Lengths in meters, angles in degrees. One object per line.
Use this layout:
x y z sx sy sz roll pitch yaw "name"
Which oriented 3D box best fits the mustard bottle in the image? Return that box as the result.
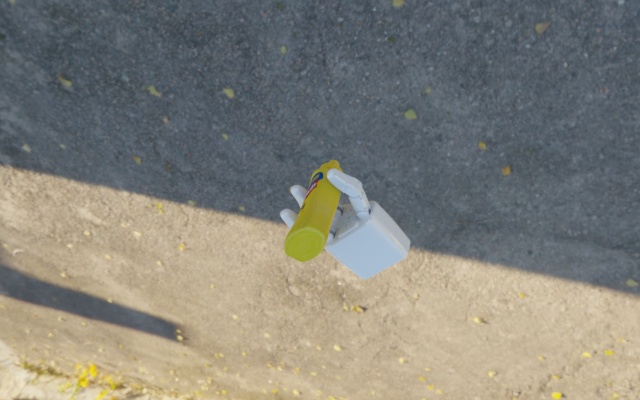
0.000 0.003 0.781 0.058 0.191 0.096 27 -41 -7 "mustard bottle"
